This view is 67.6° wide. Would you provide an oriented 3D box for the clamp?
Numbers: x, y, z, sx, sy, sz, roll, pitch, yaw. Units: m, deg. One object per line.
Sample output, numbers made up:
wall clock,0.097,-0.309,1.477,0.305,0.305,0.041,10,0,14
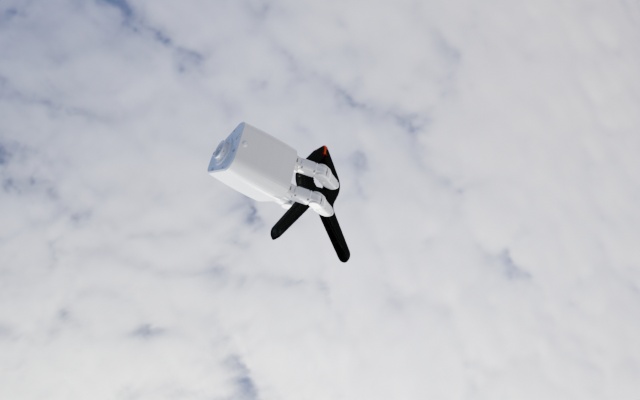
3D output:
clamp,0.000,0.002,0.849,0.164,0.210,0.036,30,-33,-31
